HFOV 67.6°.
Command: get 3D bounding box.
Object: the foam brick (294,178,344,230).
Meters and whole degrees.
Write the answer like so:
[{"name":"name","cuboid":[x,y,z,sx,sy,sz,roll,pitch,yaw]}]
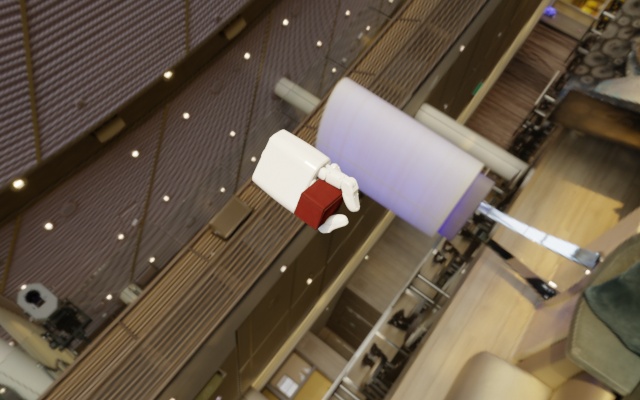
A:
[{"name":"foam brick","cuboid":[0.000,0.003,0.821,0.051,0.053,0.078,36,43,14]}]
